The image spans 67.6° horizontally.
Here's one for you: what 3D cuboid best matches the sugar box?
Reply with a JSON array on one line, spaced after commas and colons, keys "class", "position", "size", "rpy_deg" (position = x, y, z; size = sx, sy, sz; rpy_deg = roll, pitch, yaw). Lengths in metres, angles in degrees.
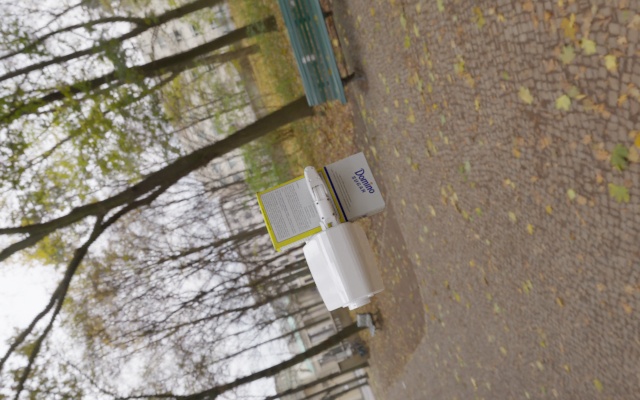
[{"class": "sugar box", "position": [0.000, 0.003, 0.723], "size": [0.176, 0.093, 0.048], "rpy_deg": [-20, -12, -4]}]
